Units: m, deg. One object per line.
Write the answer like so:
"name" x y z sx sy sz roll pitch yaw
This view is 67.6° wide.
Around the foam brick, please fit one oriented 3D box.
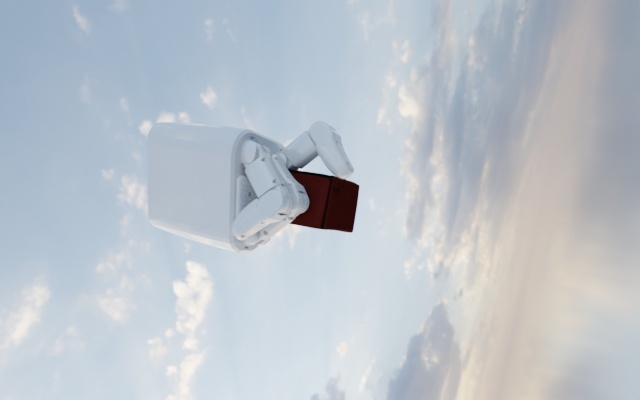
"foam brick" 0.000 0.002 0.478 0.051 0.053 0.078 9 -3 25
